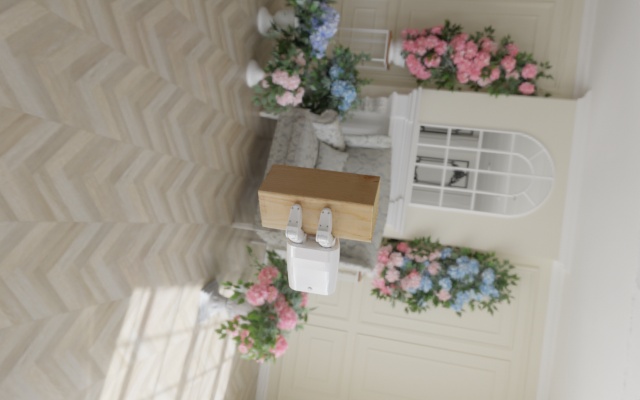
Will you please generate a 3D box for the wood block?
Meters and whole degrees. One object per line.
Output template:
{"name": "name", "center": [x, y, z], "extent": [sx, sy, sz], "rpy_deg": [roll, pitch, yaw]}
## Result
{"name": "wood block", "center": [0.000, 0.003, 0.881], "extent": [0.206, 0.090, 0.090], "rpy_deg": [7, 39, 11]}
